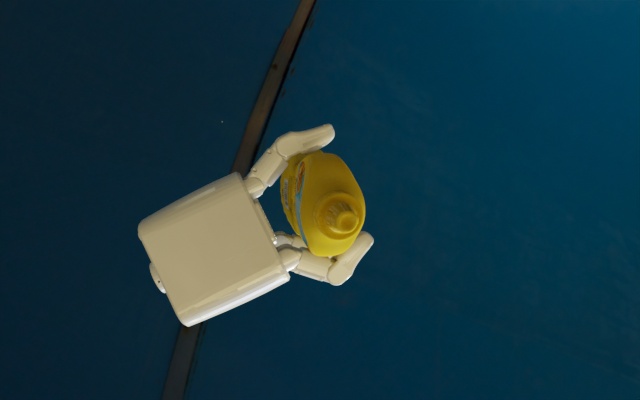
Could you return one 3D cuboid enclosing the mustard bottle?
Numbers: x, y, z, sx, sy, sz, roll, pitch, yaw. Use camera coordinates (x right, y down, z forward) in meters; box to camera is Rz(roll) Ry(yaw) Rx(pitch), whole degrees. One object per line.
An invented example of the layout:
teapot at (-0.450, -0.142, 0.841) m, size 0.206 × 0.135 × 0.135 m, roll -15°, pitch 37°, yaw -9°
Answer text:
mustard bottle at (0.000, 0.001, 0.461) m, size 0.058 × 0.096 × 0.191 m, roll -2°, pitch 10°, yaw -11°
